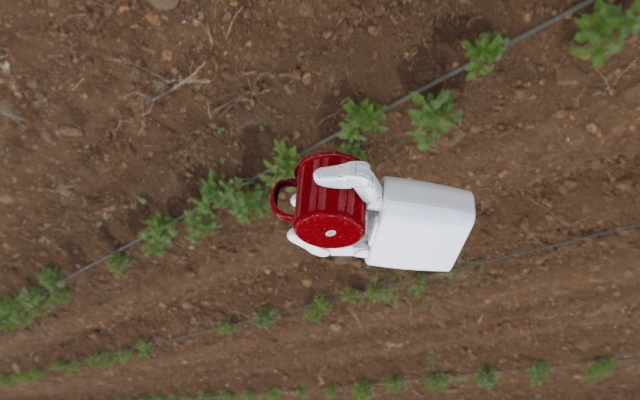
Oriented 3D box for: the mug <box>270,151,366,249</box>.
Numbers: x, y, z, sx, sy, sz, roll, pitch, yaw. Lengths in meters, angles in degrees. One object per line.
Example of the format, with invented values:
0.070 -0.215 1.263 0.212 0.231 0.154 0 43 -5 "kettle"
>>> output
-0.001 0.002 0.554 0.117 0.081 0.093 6 -33 -2 "mug"
